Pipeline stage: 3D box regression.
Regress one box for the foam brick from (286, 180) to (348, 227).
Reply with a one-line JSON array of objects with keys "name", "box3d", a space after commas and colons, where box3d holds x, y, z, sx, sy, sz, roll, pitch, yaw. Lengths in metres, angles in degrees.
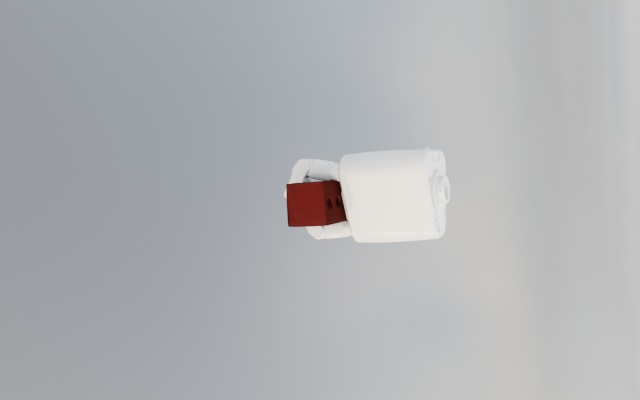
[{"name": "foam brick", "box3d": [0.000, 0.002, 0.585, 0.051, 0.053, 0.078, -2, 4, 29]}]
